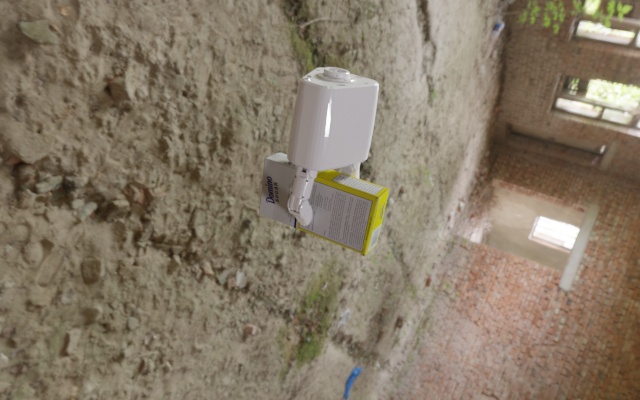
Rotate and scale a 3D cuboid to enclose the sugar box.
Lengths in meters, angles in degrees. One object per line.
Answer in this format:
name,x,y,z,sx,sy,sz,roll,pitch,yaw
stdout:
sugar box,0.000,0.002,0.670,0.176,0.093,0.048,22,28,23
